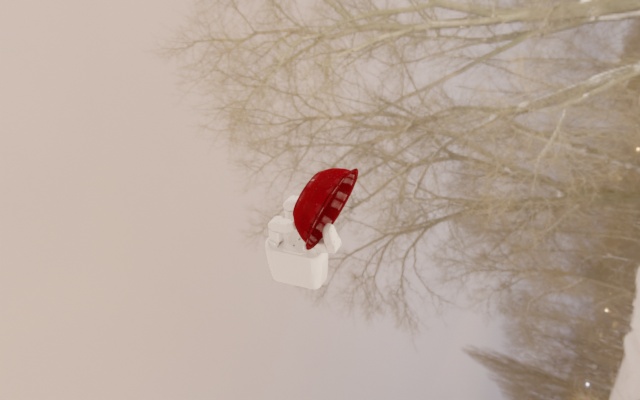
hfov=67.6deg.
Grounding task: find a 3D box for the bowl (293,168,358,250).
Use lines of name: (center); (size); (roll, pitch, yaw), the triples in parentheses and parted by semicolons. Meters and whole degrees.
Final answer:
bowl: (0.000, 0.001, 0.816); (0.055, 0.162, 0.162); (32, 7, 12)
